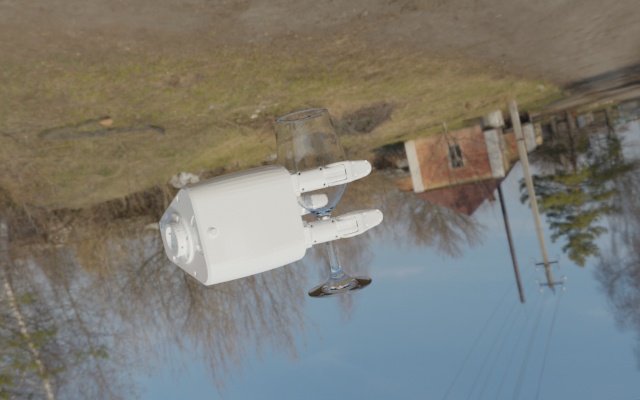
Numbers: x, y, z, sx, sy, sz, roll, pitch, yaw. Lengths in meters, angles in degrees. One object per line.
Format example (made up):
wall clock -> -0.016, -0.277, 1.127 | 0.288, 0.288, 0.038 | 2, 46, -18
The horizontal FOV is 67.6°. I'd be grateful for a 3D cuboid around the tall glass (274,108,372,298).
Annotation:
tall glass -> 0.000, 0.002, 0.537 | 0.079, 0.201, 0.079 | -13, 2, 0
